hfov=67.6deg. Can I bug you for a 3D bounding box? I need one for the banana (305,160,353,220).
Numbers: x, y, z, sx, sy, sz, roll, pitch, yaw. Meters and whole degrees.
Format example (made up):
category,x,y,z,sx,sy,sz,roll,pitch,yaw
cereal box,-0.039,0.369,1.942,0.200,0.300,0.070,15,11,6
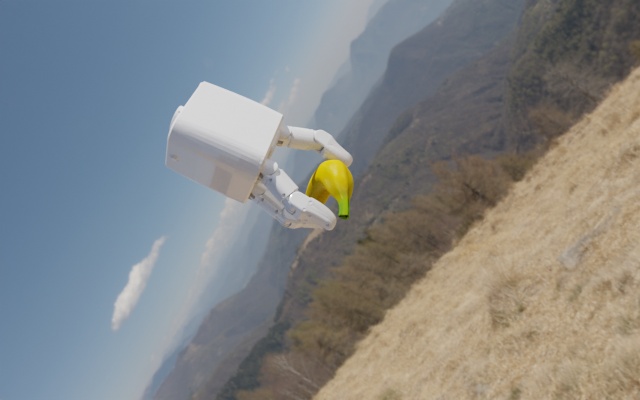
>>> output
category,x,y,z,sx,sy,sz,roll,pitch,yaw
banana,0.006,-0.016,0.604,0.037,0.069,0.198,18,-3,-10
